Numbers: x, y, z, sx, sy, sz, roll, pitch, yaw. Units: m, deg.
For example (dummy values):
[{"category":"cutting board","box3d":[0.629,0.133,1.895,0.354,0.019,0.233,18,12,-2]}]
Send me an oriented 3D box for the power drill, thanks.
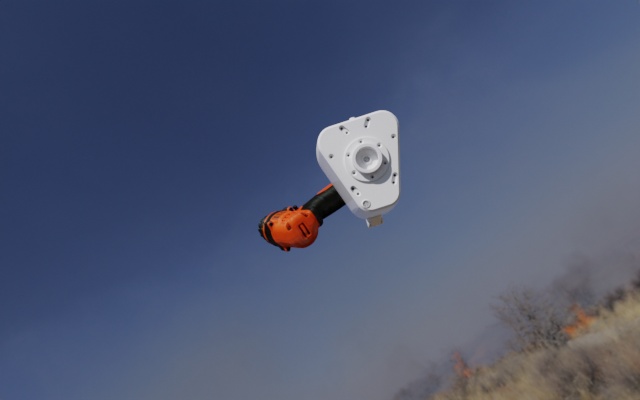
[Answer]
[{"category":"power drill","box3d":[0.001,0.002,0.692,0.187,0.057,0.184,-38,13,-17]}]
